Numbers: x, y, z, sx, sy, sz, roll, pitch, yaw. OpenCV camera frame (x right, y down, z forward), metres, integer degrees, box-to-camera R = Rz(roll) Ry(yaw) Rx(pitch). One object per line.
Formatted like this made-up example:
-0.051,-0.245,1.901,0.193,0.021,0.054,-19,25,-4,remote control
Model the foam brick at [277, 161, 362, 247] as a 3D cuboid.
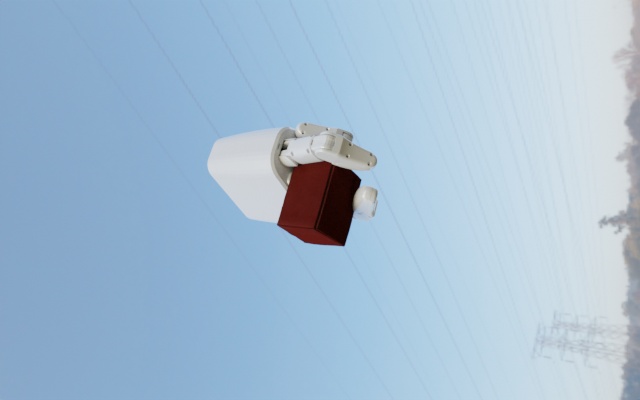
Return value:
0.000,0.002,0.480,0.051,0.078,0.053,0,-25,37,foam brick
